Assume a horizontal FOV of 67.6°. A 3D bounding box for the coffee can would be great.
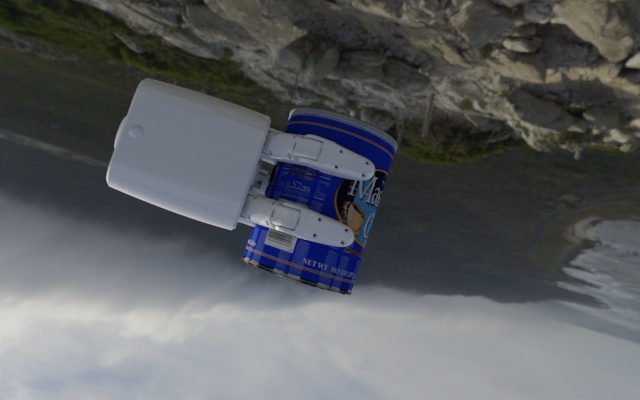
[{"bbox_3d":[0.000,0.001,0.431,0.103,0.140,0.103,18,-5,2],"label":"coffee can"}]
